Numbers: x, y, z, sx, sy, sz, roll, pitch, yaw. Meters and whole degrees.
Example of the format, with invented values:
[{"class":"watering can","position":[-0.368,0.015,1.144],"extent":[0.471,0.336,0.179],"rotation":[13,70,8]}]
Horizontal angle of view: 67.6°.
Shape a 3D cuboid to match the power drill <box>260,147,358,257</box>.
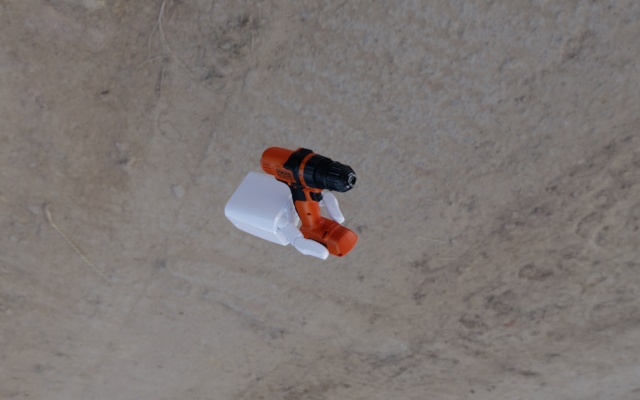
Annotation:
[{"class":"power drill","position":[0.000,0.003,0.762],"extent":[0.184,0.188,0.057],"rotation":[19,51,42]}]
